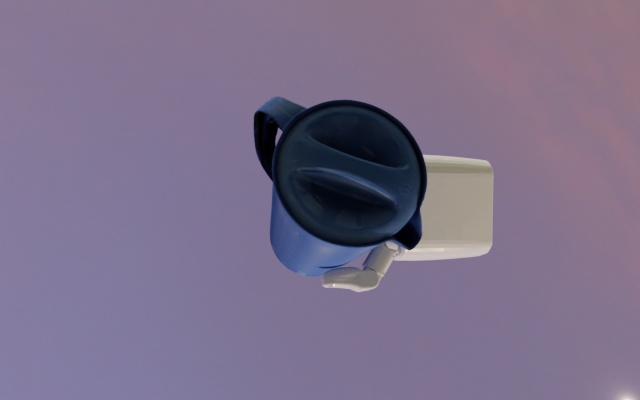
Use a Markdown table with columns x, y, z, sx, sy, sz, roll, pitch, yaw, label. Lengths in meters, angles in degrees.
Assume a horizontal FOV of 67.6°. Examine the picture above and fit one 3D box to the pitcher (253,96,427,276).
| x | y | z | sx | sy | sz | roll | pitch | yaw | label |
| --- | --- | --- | --- | --- | --- | --- | --- | --- | --- |
| 0.000 | 0.002 | 0.506 | 0.145 | 0.149 | 0.243 | 0 | -18 | -10 | pitcher |
